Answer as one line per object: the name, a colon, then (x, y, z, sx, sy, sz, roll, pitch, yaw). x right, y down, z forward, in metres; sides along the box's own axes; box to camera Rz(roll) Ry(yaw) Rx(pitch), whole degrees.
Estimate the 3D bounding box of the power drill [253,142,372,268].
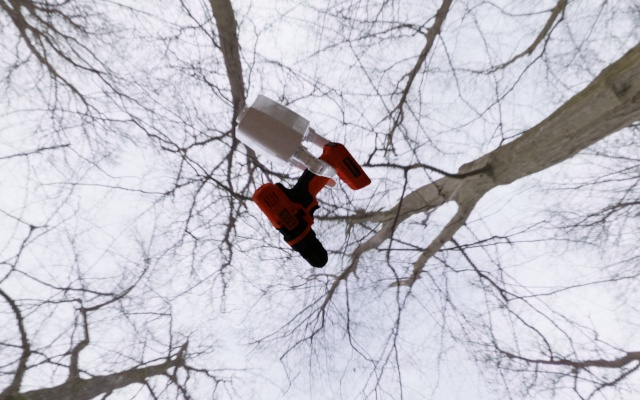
power drill: (0.000, 0.002, 0.846, 0.187, 0.184, 0.057, -43, 19, -14)
